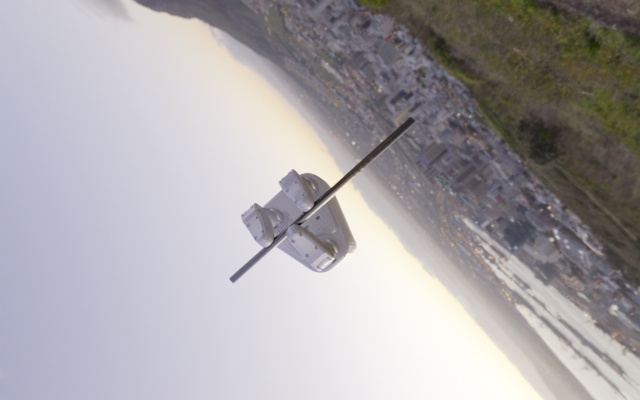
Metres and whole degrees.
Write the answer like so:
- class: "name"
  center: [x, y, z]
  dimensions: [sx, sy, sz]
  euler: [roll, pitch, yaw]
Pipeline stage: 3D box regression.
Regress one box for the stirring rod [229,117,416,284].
- class: "stirring rod"
  center: [0.000, 0.002, 0.472]
  dimensions: [0.239, 0.011, 0.011]
  euler: [-42, -5, 5]
